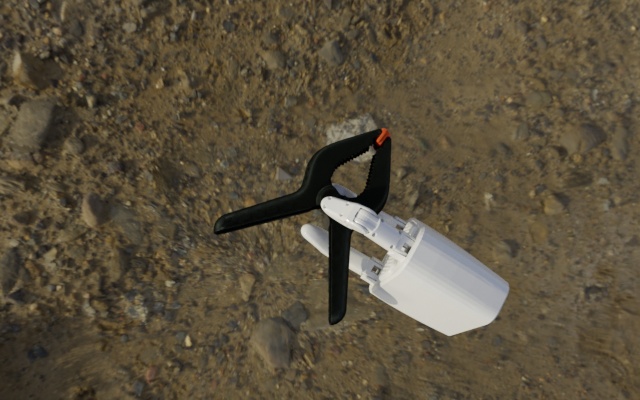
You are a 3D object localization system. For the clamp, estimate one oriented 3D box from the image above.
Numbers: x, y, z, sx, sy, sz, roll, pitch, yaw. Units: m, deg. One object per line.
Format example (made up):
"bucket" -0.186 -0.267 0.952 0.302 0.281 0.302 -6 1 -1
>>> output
"clamp" 0.001 0.001 0.511 0.164 0.210 0.036 31 -11 -1
